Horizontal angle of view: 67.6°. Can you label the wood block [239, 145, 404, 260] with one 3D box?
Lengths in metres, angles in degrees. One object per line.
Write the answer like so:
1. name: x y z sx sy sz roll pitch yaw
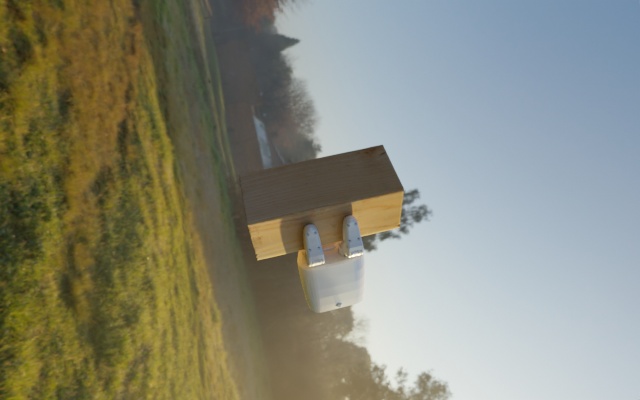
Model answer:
1. wood block: 0.000 0.002 0.666 0.206 0.090 0.090 -12 -40 -6
